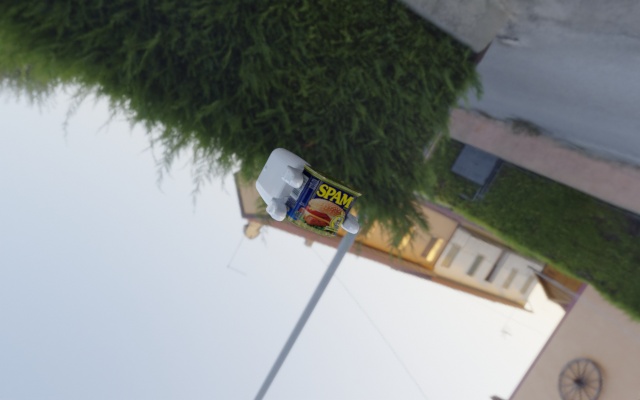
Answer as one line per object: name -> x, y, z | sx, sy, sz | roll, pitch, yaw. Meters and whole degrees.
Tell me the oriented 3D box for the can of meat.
can of meat -> 0.000, 0.003, 0.741 | 0.102, 0.084, 0.057 | 23, 11, -38
